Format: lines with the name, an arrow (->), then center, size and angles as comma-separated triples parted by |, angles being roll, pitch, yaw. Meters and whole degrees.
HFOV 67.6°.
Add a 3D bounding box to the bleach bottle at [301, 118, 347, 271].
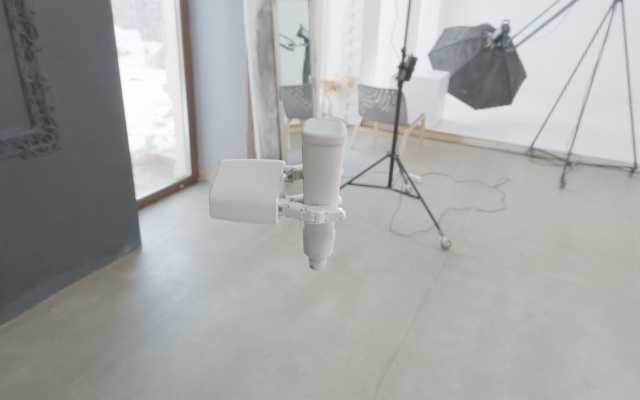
bleach bottle -> 0.000, 0.002, 0.761 | 0.068, 0.251, 0.102 | 3, 24, 1
